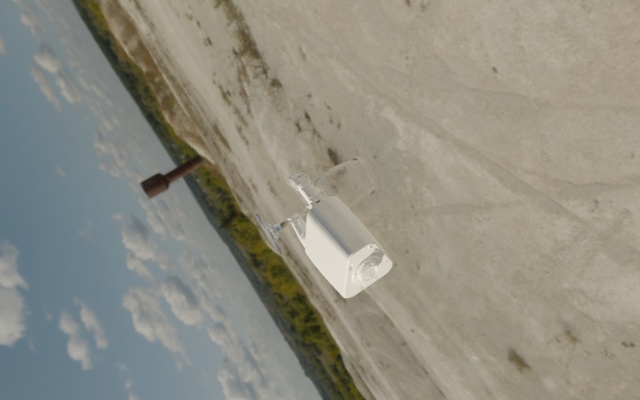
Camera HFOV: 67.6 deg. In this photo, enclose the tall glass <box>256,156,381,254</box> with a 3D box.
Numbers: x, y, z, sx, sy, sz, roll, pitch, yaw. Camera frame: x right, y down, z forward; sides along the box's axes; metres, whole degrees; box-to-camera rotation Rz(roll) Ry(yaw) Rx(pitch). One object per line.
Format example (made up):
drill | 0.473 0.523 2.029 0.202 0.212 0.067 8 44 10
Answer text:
tall glass | -0.001 0.003 0.776 0.201 0.079 0.079 -32 7 -12
